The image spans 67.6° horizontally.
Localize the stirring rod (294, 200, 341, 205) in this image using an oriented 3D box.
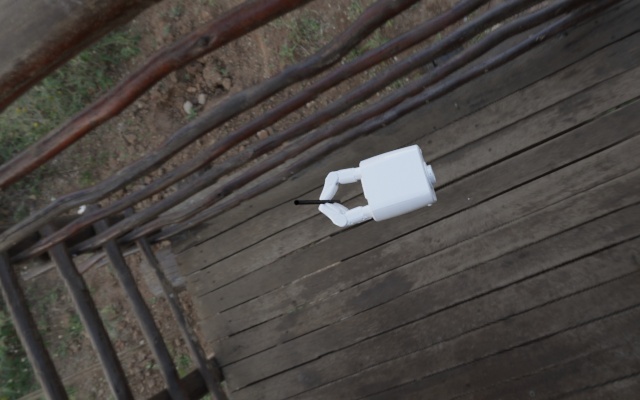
[{"bbox_3d":[0.000,0.003,0.823,0.011,0.011,0.239,0,0,17],"label":"stirring rod"}]
